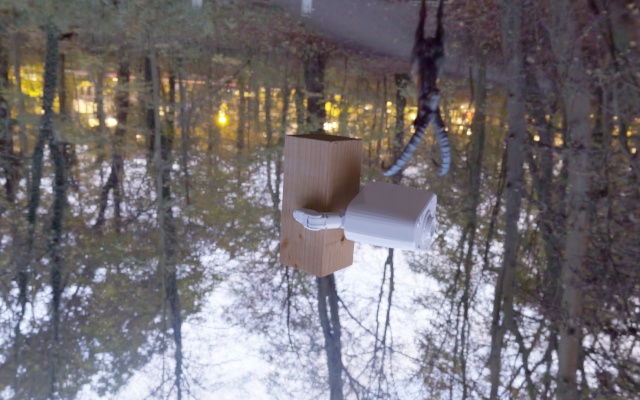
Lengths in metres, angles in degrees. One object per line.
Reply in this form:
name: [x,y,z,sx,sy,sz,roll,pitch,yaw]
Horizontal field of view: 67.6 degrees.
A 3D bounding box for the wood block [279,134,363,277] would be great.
wood block: [0.000,0.003,0.753,0.090,0.206,0.091,13,16,37]
